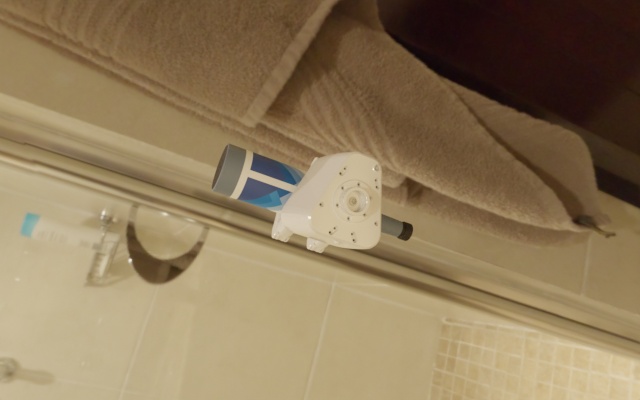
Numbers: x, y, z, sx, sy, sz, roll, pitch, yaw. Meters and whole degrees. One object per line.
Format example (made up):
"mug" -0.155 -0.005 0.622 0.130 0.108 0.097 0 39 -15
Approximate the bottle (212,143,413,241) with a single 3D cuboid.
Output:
"bottle" 0.000 0.002 0.671 0.296 0.069 0.069 19 -6 -19
